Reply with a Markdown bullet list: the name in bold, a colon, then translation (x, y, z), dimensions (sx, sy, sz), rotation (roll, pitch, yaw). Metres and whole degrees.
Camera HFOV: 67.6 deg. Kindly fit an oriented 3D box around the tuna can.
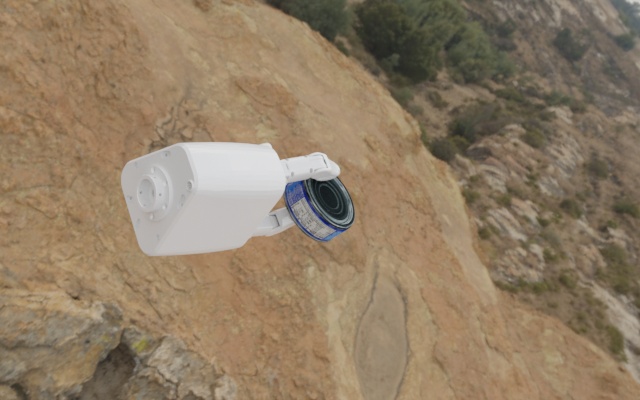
- **tuna can**: translation (0.001, 0.001, 0.539), dimensions (0.034, 0.086, 0.086), rotation (-34, -19, 30)
